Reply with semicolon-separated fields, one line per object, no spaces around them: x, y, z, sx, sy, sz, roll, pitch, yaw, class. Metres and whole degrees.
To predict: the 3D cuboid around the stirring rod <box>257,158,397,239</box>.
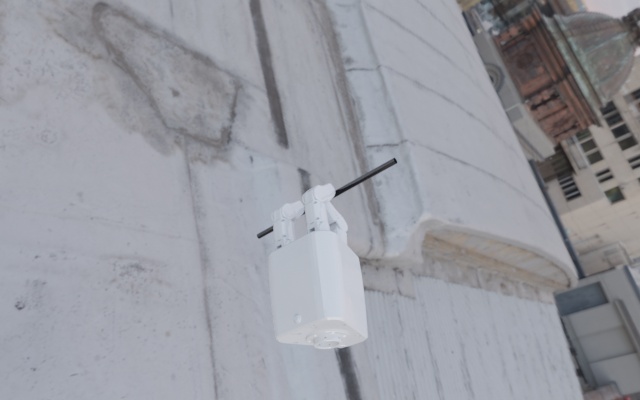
0.000;0.002;0.639;0.239;0.011;0.011;-29;-16;31;stirring rod
